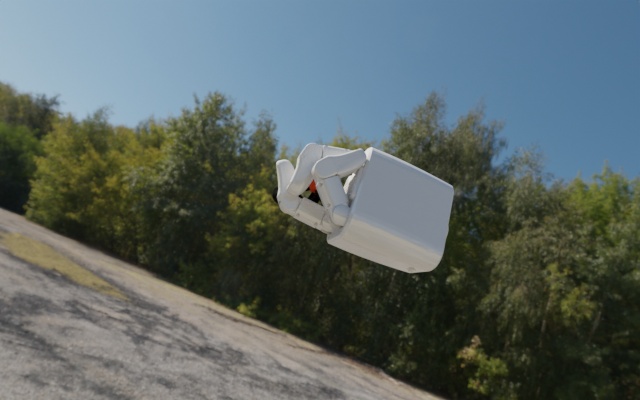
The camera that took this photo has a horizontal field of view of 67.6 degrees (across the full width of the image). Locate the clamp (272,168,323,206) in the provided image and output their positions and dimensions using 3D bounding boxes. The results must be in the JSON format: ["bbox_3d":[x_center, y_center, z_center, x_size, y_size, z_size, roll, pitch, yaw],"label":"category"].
[{"bbox_3d":[0.000,0.001,0.607,0.120,0.039,0.171,24,-12,-6],"label":"clamp"}]
